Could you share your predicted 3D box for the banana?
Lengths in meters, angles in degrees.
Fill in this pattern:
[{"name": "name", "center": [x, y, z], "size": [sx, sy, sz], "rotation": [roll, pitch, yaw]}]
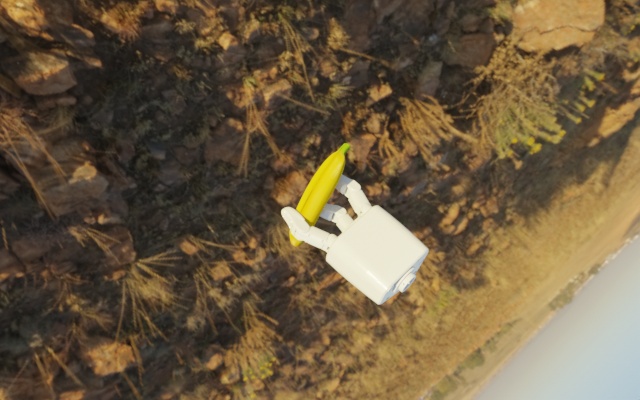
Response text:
[{"name": "banana", "center": [-0.006, 0.002, 0.755], "size": [0.037, 0.198, 0.069], "rotation": [36, 21, 17]}]
